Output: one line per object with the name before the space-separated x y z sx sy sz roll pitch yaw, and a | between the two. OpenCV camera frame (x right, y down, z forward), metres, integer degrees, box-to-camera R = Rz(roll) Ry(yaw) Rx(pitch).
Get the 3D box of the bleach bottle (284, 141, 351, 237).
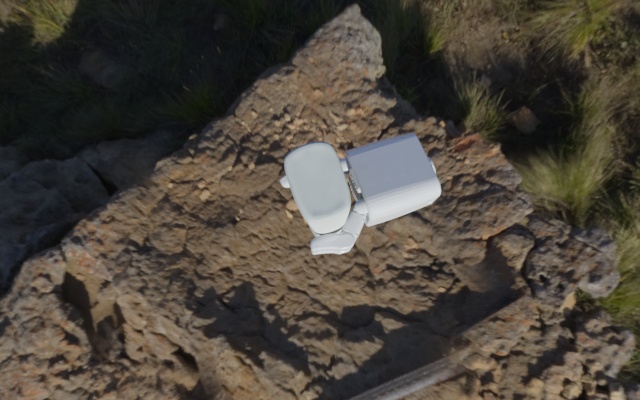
bleach bottle | 0.000 0.002 0.690 0.068 0.102 0.251 -19 -11 -2
